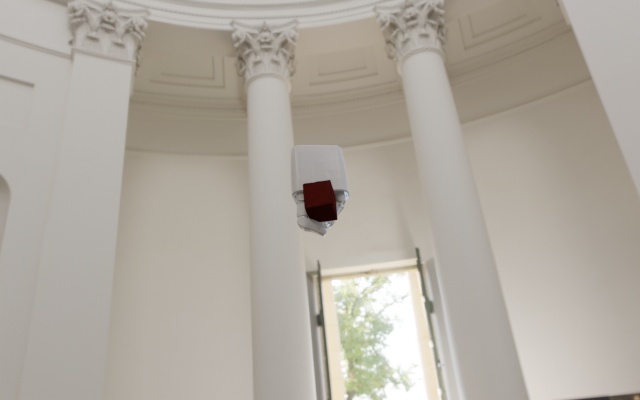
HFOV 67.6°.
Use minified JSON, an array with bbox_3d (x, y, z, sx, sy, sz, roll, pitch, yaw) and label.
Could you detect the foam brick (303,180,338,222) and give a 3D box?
[{"bbox_3d":[0.000,0.003,0.887,0.053,0.051,0.078,-7,-24,5],"label":"foam brick"}]
